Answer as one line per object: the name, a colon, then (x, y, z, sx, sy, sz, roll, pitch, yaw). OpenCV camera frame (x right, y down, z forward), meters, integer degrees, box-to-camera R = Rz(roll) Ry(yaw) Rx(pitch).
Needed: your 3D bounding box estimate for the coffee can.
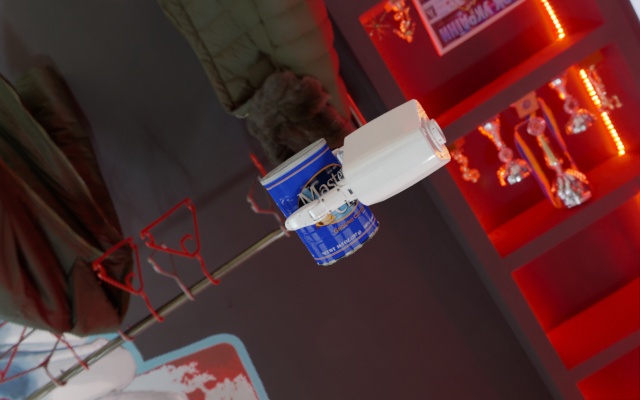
coffee can: (0.000, 0.002, 0.649, 0.103, 0.140, 0.103, -33, 10, 6)
